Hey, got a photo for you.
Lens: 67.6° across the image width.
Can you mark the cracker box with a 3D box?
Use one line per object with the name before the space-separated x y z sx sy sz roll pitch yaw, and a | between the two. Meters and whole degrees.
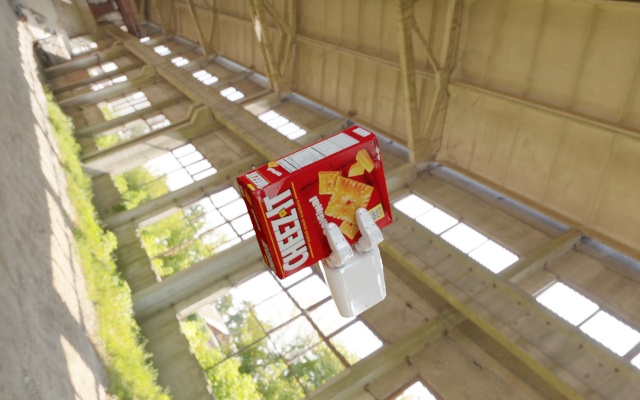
cracker box | 0.000 0.002 0.737 0.213 0.164 0.072 -26 32 -19
